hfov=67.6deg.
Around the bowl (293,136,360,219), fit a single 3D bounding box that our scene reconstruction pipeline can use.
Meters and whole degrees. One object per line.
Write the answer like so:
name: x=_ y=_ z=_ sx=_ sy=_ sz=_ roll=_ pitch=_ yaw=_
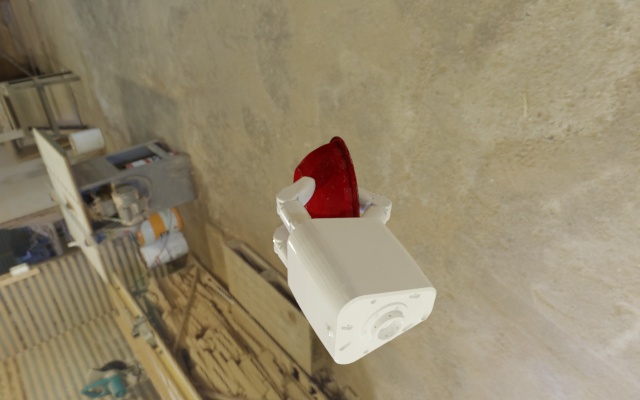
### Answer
bowl: x=-0.001 y=0.001 z=0.597 sx=0.055 sy=0.162 sz=0.162 roll=-5 pitch=1 yaw=-12
